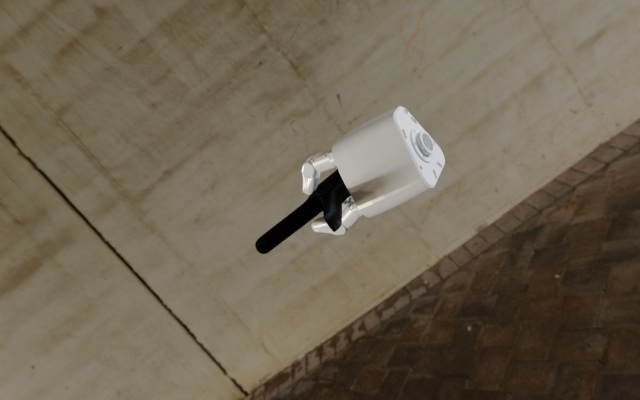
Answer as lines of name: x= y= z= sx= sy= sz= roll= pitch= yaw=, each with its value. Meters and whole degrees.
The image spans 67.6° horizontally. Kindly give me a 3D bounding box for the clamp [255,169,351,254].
clamp: x=0.000 y=0.001 z=0.706 sx=0.164 sy=0.036 sz=0.210 roll=-23 pitch=18 yaw=37
